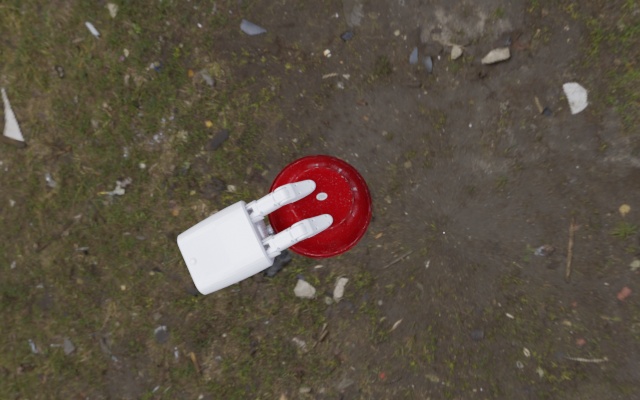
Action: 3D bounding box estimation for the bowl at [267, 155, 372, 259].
[{"bbox_3d":[0.001,0.001,0.702,0.162,0.162,0.055,0,-12,-3],"label":"bowl"}]
